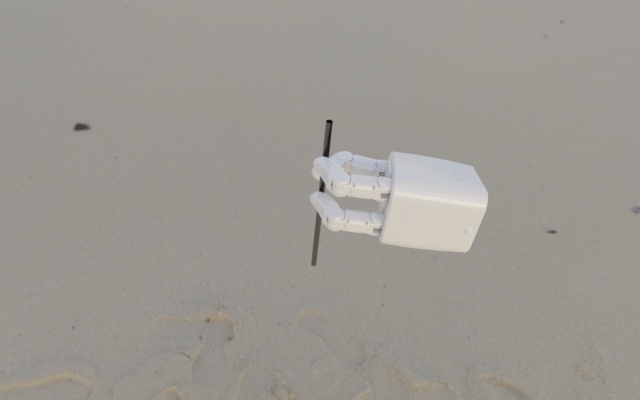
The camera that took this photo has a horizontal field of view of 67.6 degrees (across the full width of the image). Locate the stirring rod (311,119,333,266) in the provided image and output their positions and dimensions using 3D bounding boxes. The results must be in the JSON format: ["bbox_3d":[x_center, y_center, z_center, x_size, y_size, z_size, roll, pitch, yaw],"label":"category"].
[{"bbox_3d":[0.000,0.002,0.612,0.011,0.240,0.011,4,41,-3],"label":"stirring rod"}]
